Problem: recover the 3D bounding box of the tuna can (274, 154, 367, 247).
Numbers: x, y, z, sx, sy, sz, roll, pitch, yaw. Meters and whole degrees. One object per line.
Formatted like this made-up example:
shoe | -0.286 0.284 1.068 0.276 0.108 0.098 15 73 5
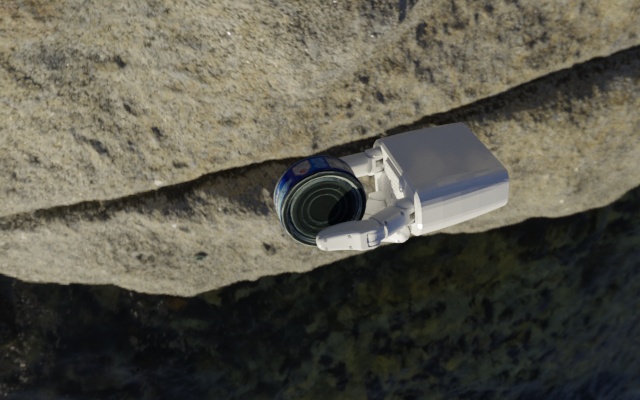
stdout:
tuna can | 0.000 0.002 0.458 0.086 0.086 0.033 0 30 -18
